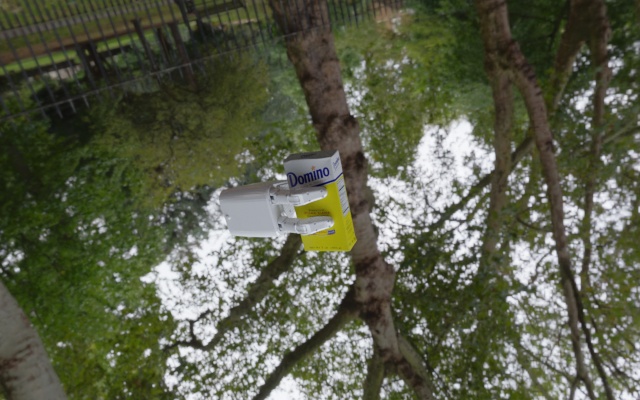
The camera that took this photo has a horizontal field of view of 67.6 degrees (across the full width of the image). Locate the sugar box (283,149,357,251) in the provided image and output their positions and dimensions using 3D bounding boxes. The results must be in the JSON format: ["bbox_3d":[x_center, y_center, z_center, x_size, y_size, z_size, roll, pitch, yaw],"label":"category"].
[{"bbox_3d":[0.000,0.003,0.835,0.093,0.176,0.048,-4,25,25],"label":"sugar box"}]
